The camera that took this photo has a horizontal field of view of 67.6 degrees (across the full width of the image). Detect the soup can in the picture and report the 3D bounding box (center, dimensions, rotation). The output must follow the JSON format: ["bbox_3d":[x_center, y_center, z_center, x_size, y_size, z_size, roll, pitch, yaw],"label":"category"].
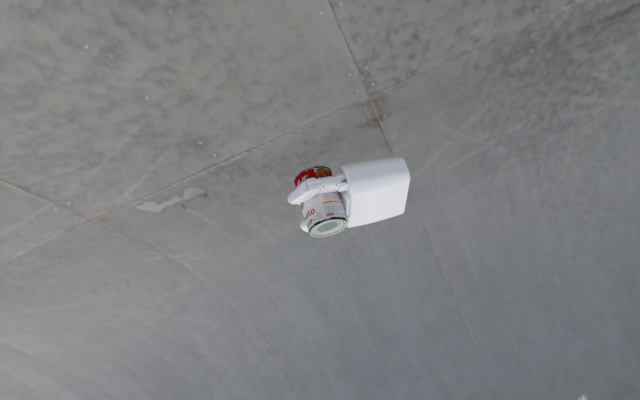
[{"bbox_3d":[0.000,0.003,0.800,0.068,0.102,0.068,-14,-26,-7],"label":"soup can"}]
